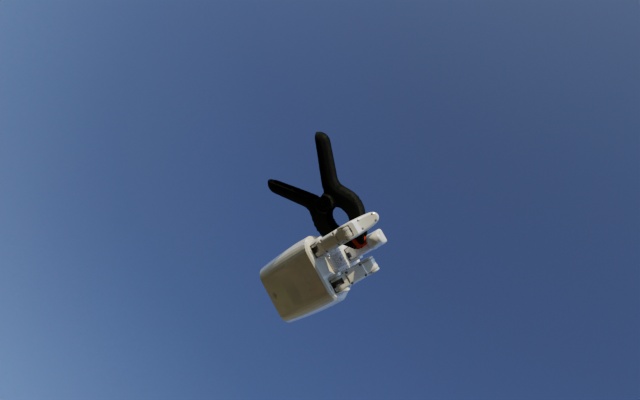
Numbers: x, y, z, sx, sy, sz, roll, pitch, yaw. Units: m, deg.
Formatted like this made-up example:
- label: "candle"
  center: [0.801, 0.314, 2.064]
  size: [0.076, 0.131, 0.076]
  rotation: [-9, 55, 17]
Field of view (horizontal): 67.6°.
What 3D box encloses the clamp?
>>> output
- label: "clamp"
  center: [0.001, 0.002, 0.684]
  size: [0.120, 0.171, 0.039]
  rotation: [-33, -8, 32]
